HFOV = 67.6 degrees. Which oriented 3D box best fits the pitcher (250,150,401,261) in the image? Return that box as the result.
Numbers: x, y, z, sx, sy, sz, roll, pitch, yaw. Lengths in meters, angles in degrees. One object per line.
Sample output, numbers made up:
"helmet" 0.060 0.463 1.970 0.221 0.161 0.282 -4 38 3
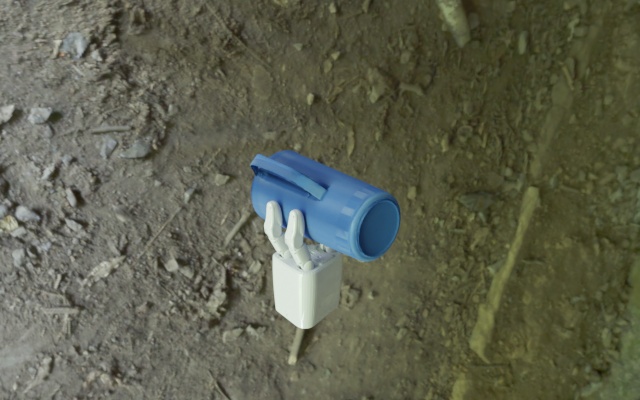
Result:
"pitcher" 0.000 0.003 0.765 0.149 0.145 0.242 -16 26 -38
